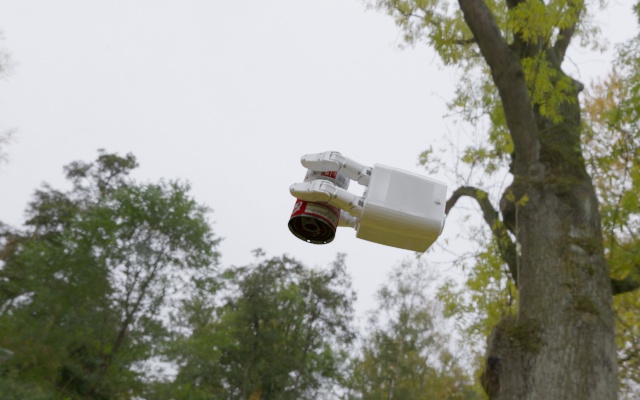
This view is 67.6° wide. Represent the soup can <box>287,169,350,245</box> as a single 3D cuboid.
[{"bbox_3d":[0.000,0.002,0.679,0.068,0.102,0.069,12,-35,9],"label":"soup can"}]
